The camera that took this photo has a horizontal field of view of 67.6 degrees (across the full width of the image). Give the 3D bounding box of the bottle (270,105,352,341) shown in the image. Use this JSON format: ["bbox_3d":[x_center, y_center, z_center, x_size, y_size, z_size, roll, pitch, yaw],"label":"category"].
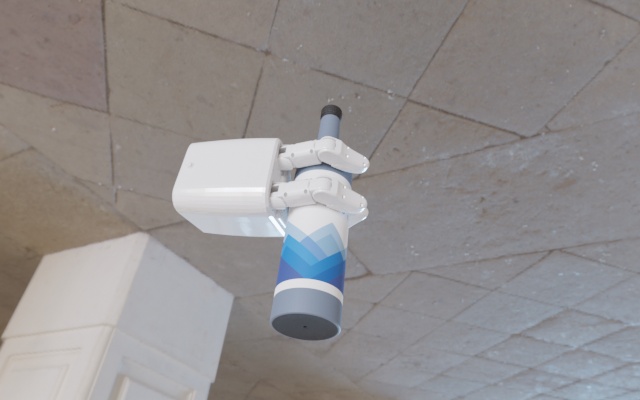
[{"bbox_3d":[0.000,0.002,0.531,0.069,0.295,0.069,5,-37,3],"label":"bottle"}]
